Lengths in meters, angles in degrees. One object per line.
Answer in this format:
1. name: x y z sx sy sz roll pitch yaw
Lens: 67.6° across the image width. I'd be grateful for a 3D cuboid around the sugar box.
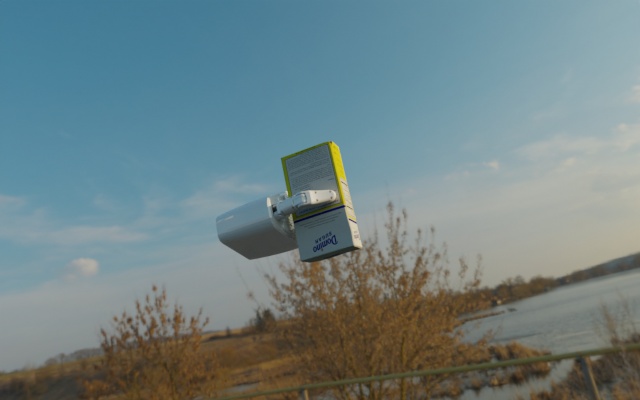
1. sugar box: 0.000 0.003 0.756 0.093 0.176 0.048 -18 -16 20
